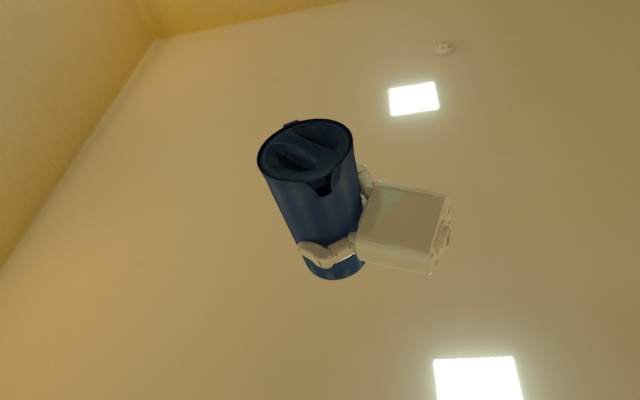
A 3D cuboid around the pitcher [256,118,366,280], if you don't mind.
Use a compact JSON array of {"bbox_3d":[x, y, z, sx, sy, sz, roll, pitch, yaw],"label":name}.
[{"bbox_3d":[0.000,0.002,0.724,0.145,0.243,0.149,11,50,26],"label":"pitcher"}]
